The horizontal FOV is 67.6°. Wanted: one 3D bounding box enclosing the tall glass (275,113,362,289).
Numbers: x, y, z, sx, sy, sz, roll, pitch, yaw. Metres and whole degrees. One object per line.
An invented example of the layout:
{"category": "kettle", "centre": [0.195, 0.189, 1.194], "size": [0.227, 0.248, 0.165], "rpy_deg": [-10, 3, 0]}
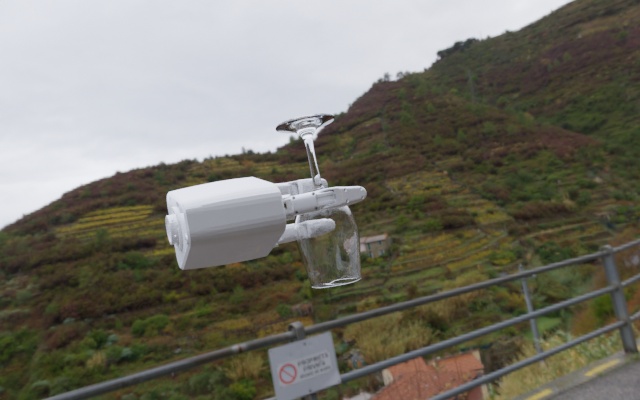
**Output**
{"category": "tall glass", "centre": [0.000, 0.001, 0.580], "size": [0.079, 0.201, 0.079], "rpy_deg": [-12, -4, -1]}
